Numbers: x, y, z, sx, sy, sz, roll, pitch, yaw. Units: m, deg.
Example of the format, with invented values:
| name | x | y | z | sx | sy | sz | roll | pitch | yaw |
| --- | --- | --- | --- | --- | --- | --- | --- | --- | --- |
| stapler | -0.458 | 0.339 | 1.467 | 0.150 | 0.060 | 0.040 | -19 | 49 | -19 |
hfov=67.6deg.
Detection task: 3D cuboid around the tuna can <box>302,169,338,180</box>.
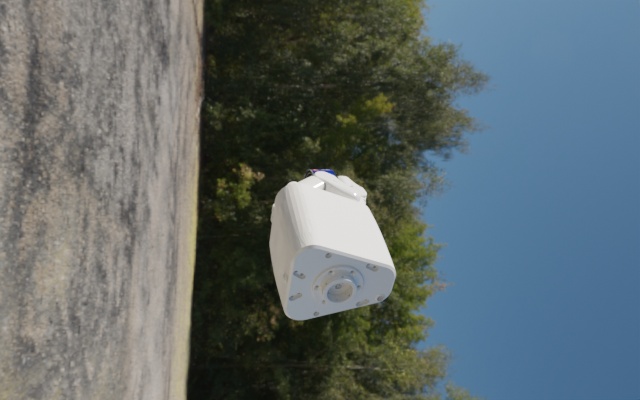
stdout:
| name | x | y | z | sx | sy | sz | roll | pitch | yaw |
| --- | --- | --- | --- | --- | --- | --- | --- | --- | --- |
| tuna can | 0.001 | 0.002 | 0.616 | 0.034 | 0.086 | 0.086 | -2 | 0 | -15 |
